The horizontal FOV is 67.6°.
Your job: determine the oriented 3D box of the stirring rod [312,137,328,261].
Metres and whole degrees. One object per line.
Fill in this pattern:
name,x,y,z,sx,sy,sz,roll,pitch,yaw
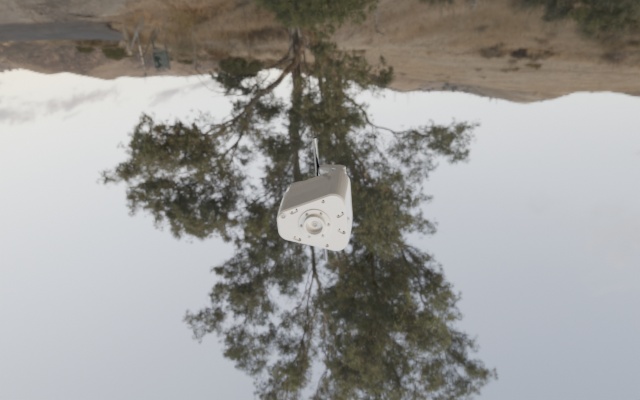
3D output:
stirring rod,0.000,0.003,0.878,0.011,0.240,0.011,-5,20,2
